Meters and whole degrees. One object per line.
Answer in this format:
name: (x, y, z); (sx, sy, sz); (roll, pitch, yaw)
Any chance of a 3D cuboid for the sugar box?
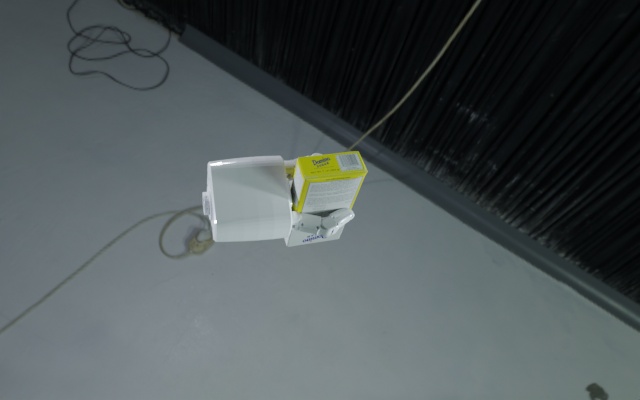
sugar box: (0.000, 0.002, 0.711); (0.093, 0.048, 0.176); (-7, -31, -19)
